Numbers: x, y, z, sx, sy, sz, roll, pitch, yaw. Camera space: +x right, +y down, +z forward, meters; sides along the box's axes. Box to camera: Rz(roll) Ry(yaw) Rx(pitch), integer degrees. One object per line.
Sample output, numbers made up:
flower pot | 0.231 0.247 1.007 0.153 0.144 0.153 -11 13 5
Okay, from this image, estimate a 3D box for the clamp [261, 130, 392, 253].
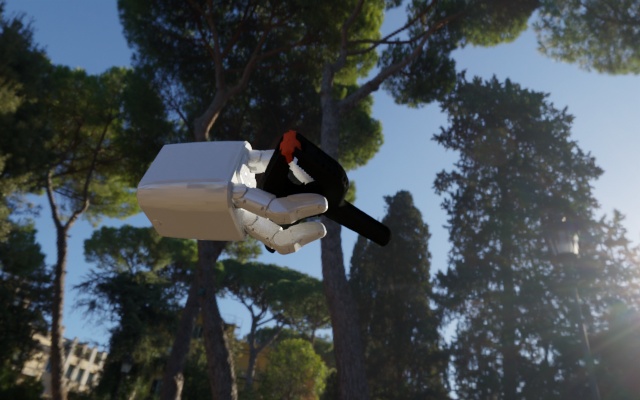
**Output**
clamp | 0.000 0.001 0.544 0.164 0.036 0.210 -2 -35 5
